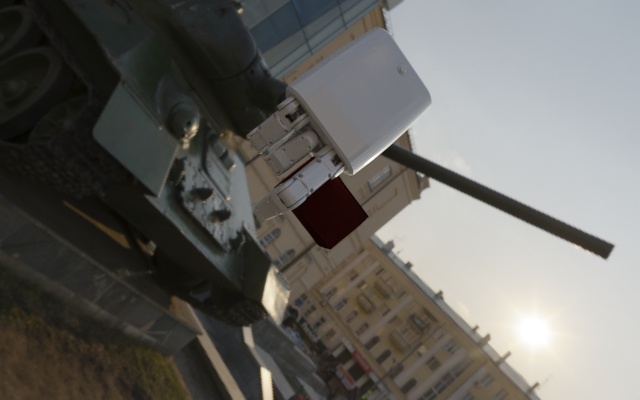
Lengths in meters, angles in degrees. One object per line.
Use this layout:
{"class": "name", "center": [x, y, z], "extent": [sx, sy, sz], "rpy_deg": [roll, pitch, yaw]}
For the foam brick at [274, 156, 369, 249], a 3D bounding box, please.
{"class": "foam brick", "center": [0.000, 0.002, 0.469], "extent": [0.051, 0.078, 0.053], "rpy_deg": [-39, 10, -10]}
